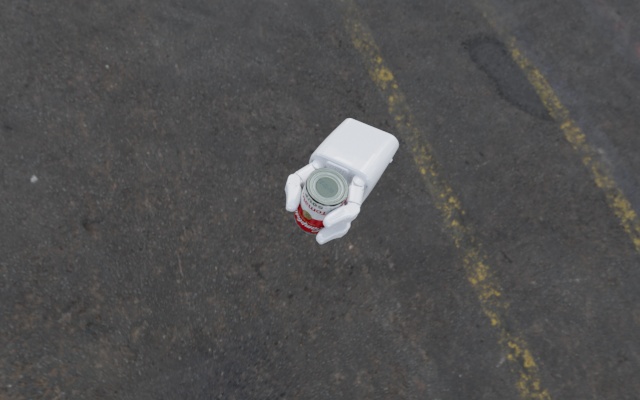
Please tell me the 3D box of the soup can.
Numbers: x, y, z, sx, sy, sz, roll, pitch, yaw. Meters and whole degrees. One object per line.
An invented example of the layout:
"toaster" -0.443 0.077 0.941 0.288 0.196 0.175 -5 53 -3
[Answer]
"soup can" 0.000 0.003 0.752 0.068 0.068 0.102 0 -28 -14
